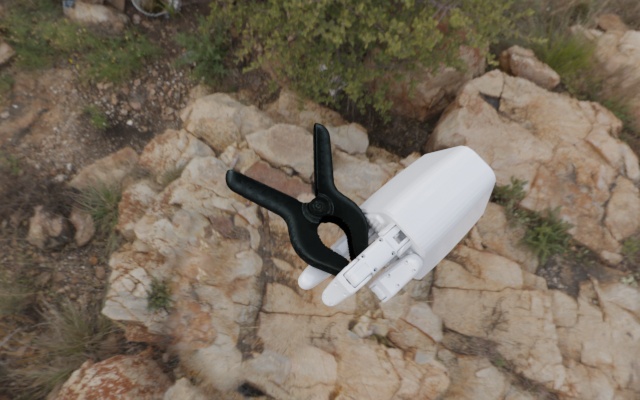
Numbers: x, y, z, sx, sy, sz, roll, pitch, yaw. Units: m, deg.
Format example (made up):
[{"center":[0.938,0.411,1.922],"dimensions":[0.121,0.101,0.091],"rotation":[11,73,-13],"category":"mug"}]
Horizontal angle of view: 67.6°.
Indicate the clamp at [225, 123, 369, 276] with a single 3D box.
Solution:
[{"center":[0.000,0.002,0.483],"dimensions":[0.120,0.171,0.039],"rotation":[-41,-8,-12],"category":"clamp"}]
